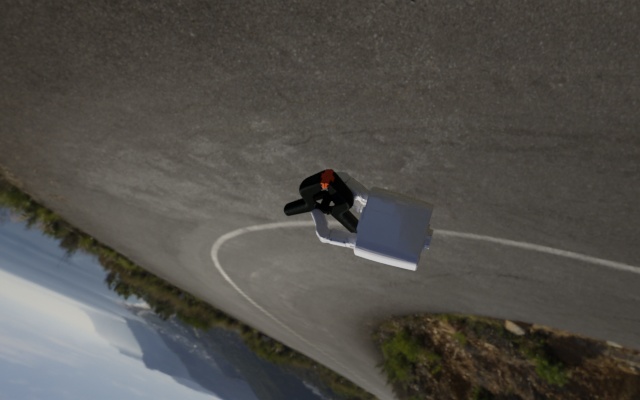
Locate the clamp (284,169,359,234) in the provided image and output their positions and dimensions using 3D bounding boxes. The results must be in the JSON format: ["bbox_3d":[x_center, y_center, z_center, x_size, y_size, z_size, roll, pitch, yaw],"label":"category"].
[{"bbox_3d":[0.000,0.003,0.833,0.164,0.036,0.210,14,-23,13],"label":"clamp"}]
